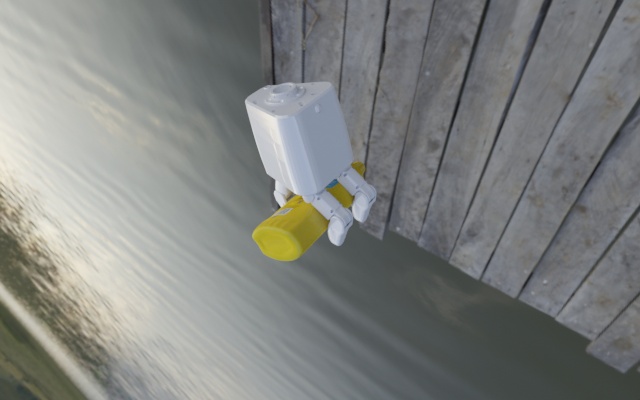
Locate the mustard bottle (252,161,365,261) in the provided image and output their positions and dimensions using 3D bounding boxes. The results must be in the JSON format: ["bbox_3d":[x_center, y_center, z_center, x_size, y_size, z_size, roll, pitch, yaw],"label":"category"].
[{"bbox_3d":[0.000,0.003,0.651,0.191,0.058,0.096,-43,18,-34],"label":"mustard bottle"}]
